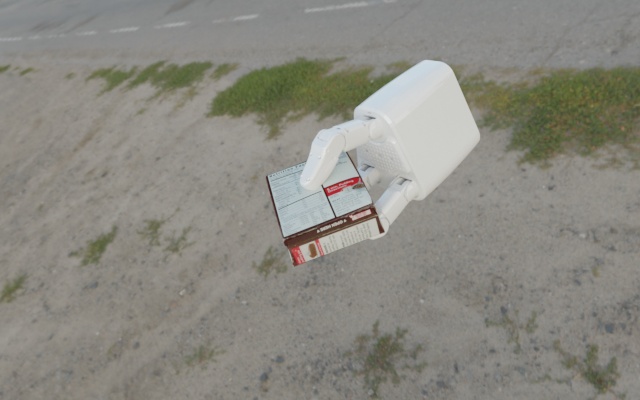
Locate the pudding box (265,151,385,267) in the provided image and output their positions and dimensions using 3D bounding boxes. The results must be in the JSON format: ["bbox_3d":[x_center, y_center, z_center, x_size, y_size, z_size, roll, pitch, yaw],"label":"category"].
[{"bbox_3d":[0.000,0.001,0.462,0.090,0.039,0.113,-21,35,0],"label":"pudding box"}]
